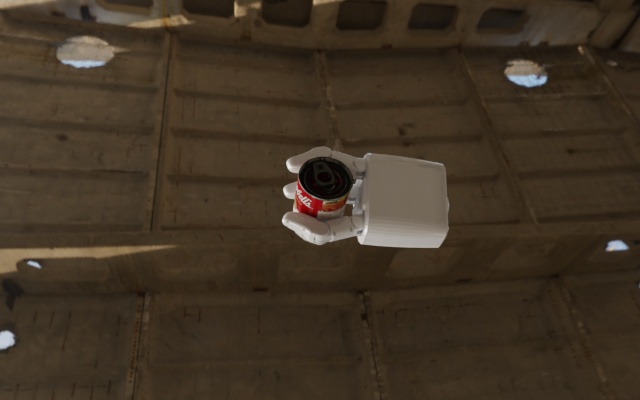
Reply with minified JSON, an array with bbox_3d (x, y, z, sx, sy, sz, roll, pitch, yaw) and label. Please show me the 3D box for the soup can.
[{"bbox_3d":[0.000,0.002,0.616,0.068,0.068,0.102,0,-36,-10],"label":"soup can"}]
